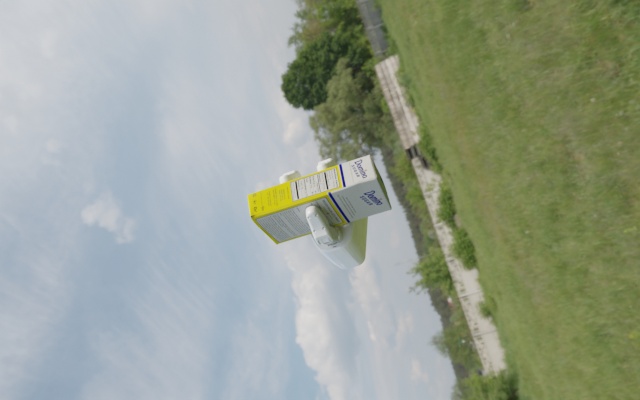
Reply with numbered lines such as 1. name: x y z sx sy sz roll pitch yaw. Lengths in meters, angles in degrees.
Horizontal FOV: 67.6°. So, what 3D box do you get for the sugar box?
1. sugar box: 0.000 0.002 0.650 0.176 0.048 0.093 -19 -32 10
